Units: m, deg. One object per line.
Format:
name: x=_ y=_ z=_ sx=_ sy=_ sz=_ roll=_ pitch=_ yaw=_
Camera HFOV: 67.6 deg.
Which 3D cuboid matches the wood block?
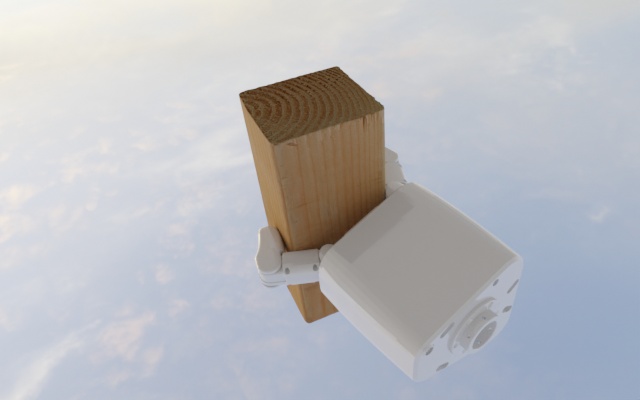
wood block: x=0.000 y=0.002 z=0.428 sx=0.091 sy=0.206 sz=0.090 roll=-19 pitch=42 yaw=-14
